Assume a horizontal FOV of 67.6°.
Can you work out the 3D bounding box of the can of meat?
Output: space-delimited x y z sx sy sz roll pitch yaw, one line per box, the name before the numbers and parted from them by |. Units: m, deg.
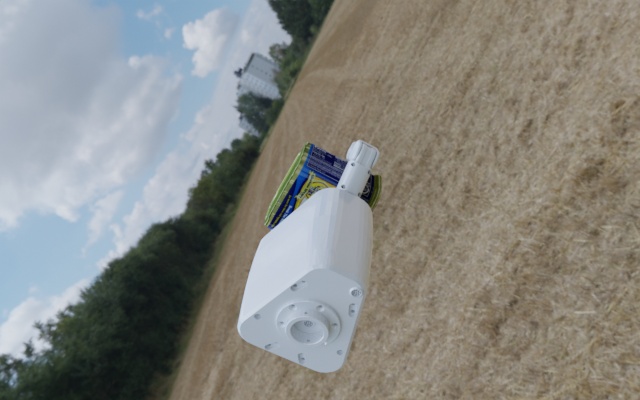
can of meat | 0.000 0.001 0.482 0.084 0.102 0.057 26 33 -10
